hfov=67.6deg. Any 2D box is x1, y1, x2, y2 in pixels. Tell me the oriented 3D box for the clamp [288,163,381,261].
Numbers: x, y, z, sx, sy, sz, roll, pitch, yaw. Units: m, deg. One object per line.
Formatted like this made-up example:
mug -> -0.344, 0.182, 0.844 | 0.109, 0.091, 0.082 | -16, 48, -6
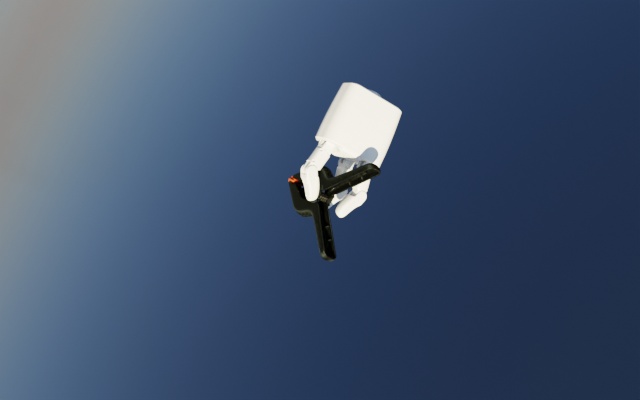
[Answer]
clamp -> -0.001, 0.002, 0.799 | 0.036, 0.164, 0.210 | 27, -5, -35
